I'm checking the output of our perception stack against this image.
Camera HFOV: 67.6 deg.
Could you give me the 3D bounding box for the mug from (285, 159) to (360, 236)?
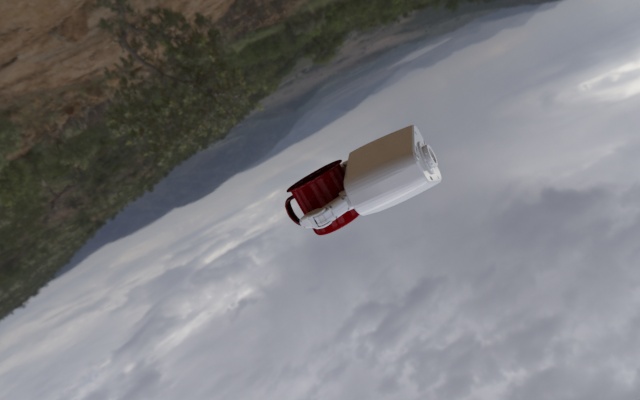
[{"bbox_3d":[-0.001,0.003,0.705,0.117,0.081,0.093,-26,10,25],"label":"mug"}]
